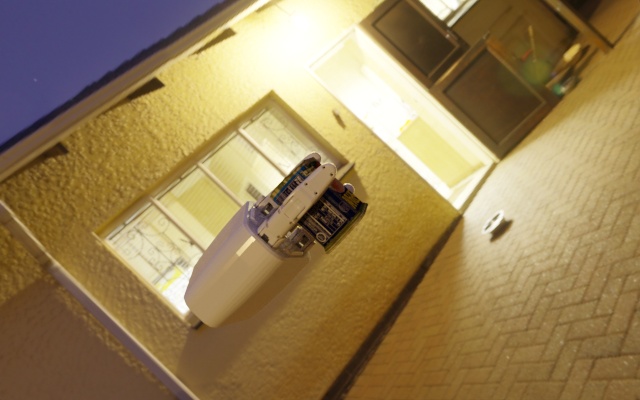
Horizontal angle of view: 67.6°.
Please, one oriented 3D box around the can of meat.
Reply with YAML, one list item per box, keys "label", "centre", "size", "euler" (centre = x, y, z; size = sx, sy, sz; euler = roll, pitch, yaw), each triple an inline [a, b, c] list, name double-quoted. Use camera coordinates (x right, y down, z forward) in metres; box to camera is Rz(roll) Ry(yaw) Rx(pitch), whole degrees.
- label: "can of meat"
  centre: [0.000, 0.001, 0.512]
  size: [0.084, 0.057, 0.102]
  euler: [42, 12, 1]
